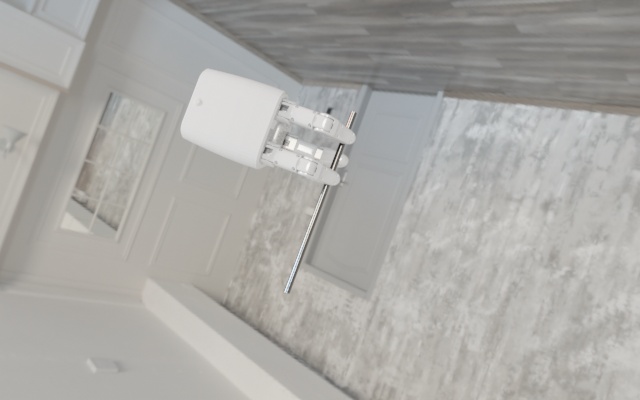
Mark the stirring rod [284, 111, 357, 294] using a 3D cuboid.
[{"bbox_3d":[0.000,0.002,0.597,0.011,0.239,0.011,20,-1,0],"label":"stirring rod"}]
